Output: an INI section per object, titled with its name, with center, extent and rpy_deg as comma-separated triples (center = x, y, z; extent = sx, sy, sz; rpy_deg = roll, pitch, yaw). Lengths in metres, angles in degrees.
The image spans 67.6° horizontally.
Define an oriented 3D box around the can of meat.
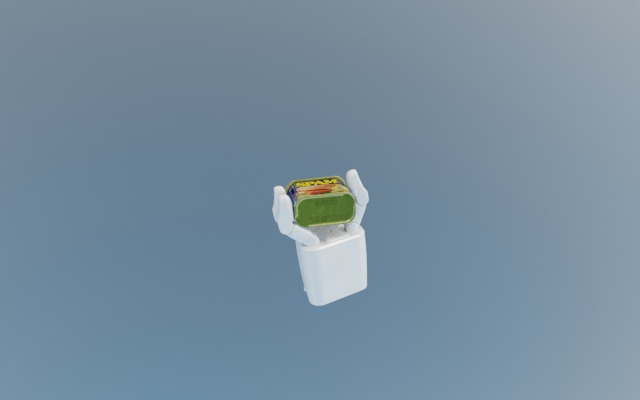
[can of meat]
center = 0.000, 0.003, 0.762
extent = 0.102, 0.057, 0.084
rpy_deg = -6, 20, -9
